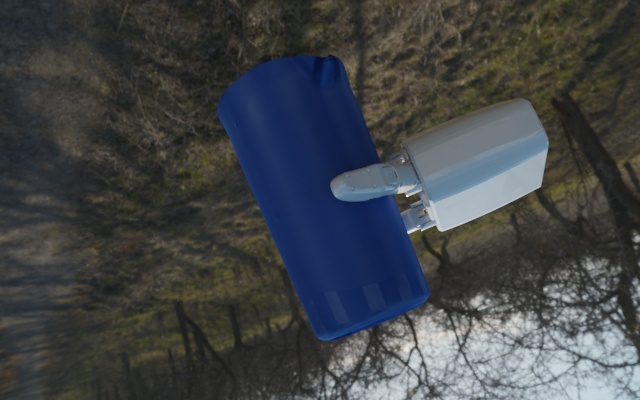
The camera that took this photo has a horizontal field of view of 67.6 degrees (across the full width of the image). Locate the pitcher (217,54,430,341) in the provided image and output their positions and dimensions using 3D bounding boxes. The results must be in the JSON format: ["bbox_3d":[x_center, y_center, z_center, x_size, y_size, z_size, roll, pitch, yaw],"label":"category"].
[{"bbox_3d":[0.000,0.001,0.454,0.145,0.242,0.149,-24,-14,9],"label":"pitcher"}]
